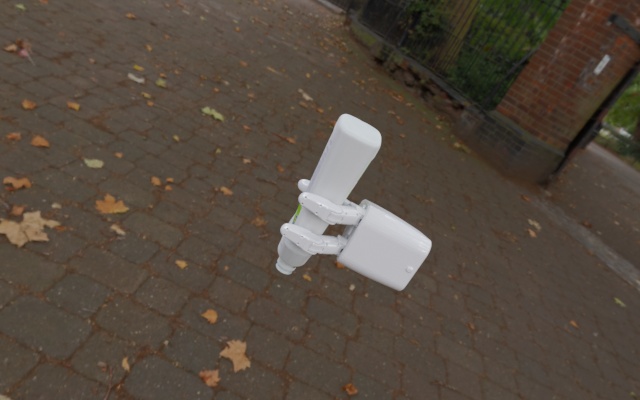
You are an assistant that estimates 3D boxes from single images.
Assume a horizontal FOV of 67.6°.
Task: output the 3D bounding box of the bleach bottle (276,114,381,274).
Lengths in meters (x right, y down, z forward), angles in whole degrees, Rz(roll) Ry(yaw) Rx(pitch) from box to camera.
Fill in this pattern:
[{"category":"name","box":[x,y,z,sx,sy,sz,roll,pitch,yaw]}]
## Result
[{"category":"bleach bottle","box":[0.000,0.002,0.705,0.068,0.251,0.102,27,23,-4]}]
